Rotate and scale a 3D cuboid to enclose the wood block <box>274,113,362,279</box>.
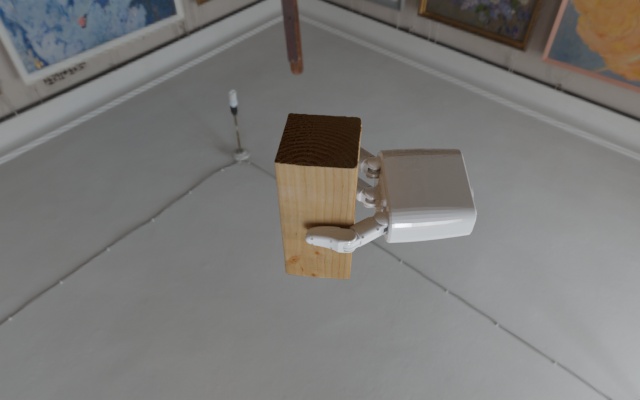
[{"bbox_3d":[0.000,0.002,0.604,0.090,0.090,0.206,5,-43,5],"label":"wood block"}]
